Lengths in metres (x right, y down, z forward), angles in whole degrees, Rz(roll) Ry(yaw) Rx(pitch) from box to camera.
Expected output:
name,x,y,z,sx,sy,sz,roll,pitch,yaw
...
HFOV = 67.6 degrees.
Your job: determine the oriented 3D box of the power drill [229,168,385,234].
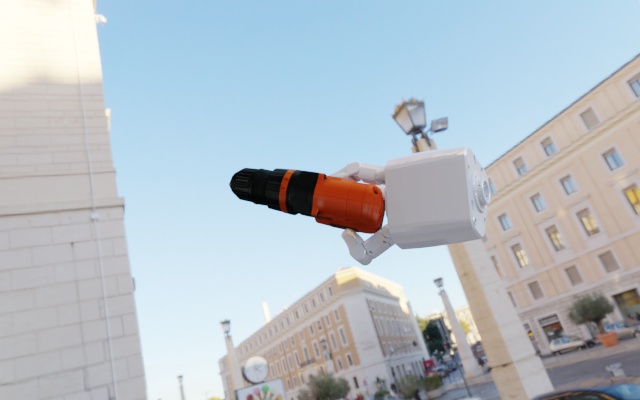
name,x,y,z,sx,sy,sz,roll,pitch,yaw
power drill,0.001,0.002,0.610,0.184,0.057,0.188,11,-3,19
